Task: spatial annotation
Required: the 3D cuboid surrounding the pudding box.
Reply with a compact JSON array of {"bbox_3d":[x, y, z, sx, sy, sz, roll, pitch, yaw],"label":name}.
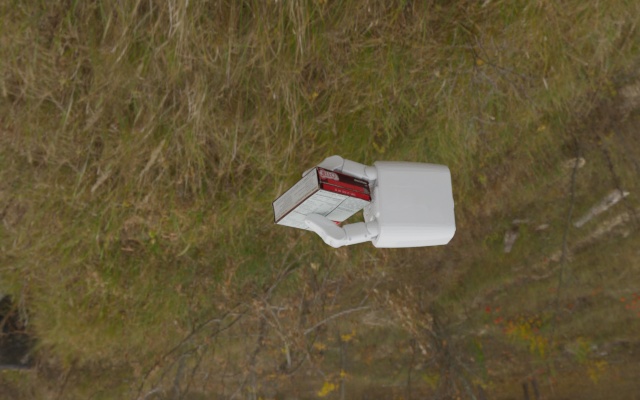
[{"bbox_3d":[0.000,0.002,0.653,0.090,0.039,0.113,15,-36,-34],"label":"pudding box"}]
